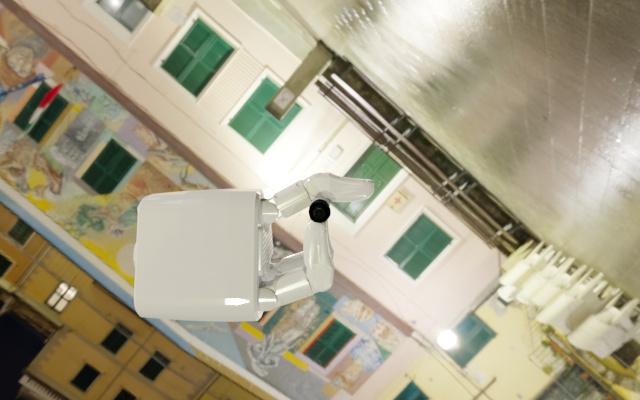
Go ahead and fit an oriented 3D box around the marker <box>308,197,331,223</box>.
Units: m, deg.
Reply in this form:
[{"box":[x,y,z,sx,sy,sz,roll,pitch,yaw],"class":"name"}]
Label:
[{"box":[0.000,0.001,0.444,0.020,0.020,0.121,0,9,1],"class":"marker"}]
